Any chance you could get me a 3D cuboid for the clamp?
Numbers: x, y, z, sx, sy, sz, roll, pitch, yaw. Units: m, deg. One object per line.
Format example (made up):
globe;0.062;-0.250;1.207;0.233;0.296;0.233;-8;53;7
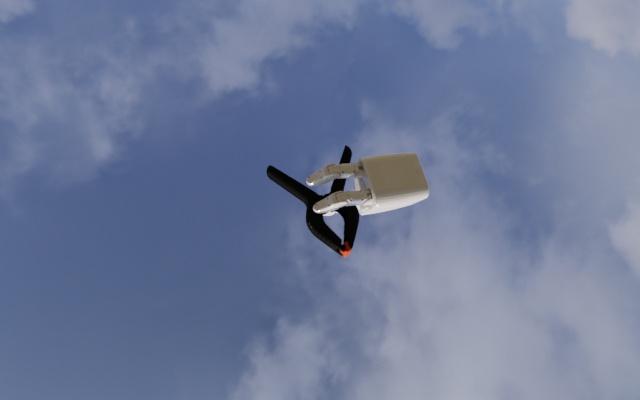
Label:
clamp;0.000;0.004;0.846;0.164;0.210;0.036;-10;-25;-10
